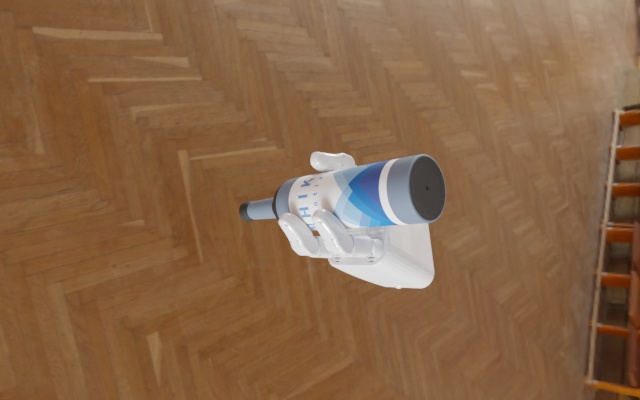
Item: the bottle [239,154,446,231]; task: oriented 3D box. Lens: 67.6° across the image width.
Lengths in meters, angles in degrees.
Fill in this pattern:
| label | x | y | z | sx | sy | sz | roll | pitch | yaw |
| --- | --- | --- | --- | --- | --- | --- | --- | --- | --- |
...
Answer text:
| label | x | y | z | sx | sy | sz | roll | pitch | yaw |
| --- | --- | --- | --- | --- | --- | --- | --- | --- | --- |
| bottle | 0.000 | 0.002 | 0.561 | 0.069 | 0.069 | 0.296 | 0 | -5 | -45 |
